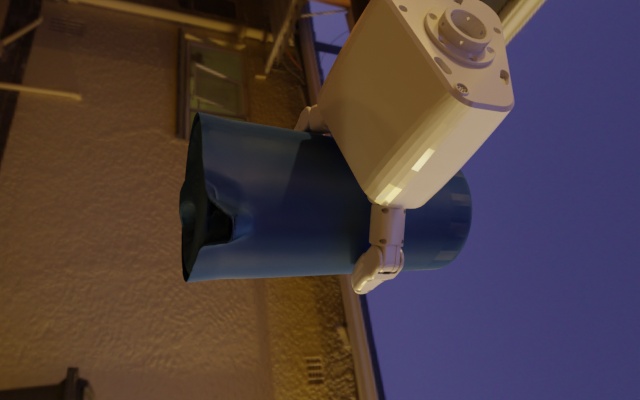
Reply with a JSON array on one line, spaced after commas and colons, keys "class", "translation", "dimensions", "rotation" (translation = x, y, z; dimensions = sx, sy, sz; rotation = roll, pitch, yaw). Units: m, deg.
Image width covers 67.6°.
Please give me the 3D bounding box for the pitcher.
[{"class": "pitcher", "translation": [0.000, 0.001, 0.426], "dimensions": [0.243, 0.149, 0.145], "rotation": [4, -33, -21]}]
